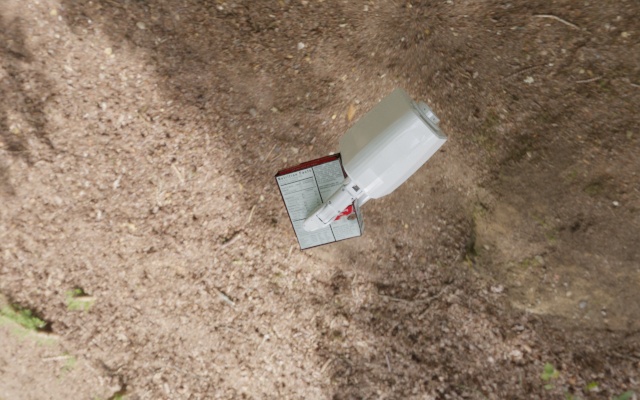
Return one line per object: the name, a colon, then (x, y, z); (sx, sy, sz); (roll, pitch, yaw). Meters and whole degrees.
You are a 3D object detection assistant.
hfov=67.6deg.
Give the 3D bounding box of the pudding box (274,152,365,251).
pudding box: (0.000, 0.002, 0.628); (0.090, 0.113, 0.039); (-14, 16, 12)
